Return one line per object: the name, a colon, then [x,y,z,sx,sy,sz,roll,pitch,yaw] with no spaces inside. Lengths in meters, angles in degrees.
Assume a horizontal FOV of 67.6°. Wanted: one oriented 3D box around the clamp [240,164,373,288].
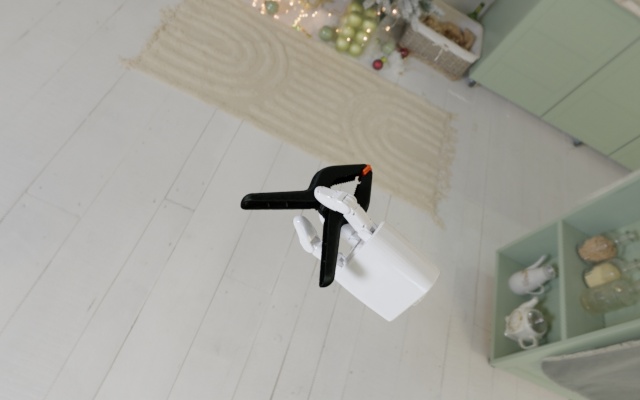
clamp: [0.001,0.002,0.684,0.210,0.164,0.036,-48,-4,-36]
